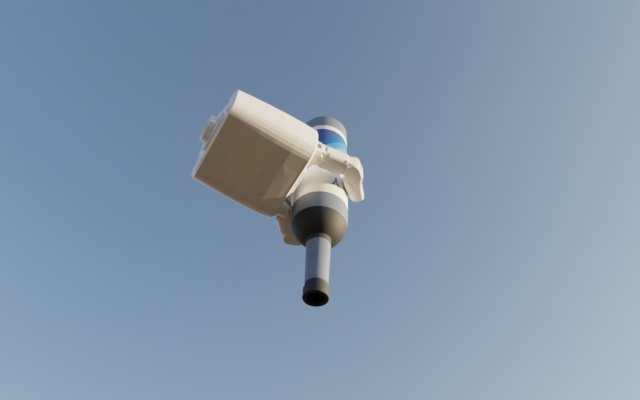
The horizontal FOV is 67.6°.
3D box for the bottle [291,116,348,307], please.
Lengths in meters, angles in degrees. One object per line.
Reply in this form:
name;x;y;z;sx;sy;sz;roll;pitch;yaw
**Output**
bottle;0.000;0.002;0.588;0.069;0.069;0.295;0;41;3
